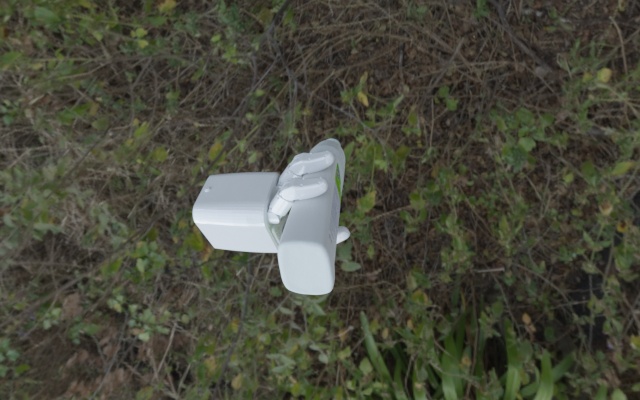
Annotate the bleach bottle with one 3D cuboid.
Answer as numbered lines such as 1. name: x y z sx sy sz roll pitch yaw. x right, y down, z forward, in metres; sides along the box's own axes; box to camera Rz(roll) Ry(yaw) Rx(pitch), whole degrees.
1. bleach bottle: 0.000 0.002 0.672 0.068 0.103 0.250 2 42 10
